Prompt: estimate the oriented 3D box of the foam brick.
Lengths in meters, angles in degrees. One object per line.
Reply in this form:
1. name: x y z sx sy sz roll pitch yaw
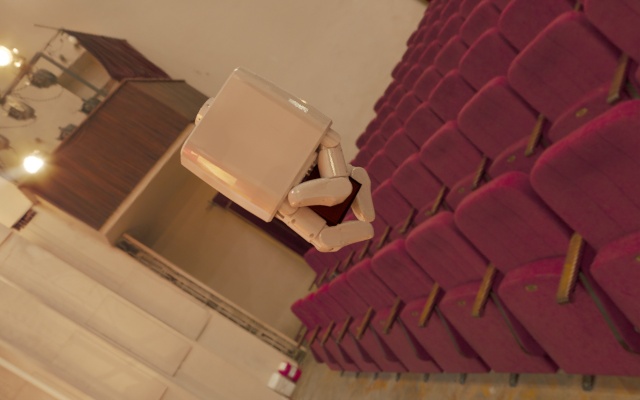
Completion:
1. foam brick: 0.000 0.002 0.503 0.051 0.053 0.078 32 -24 -3
